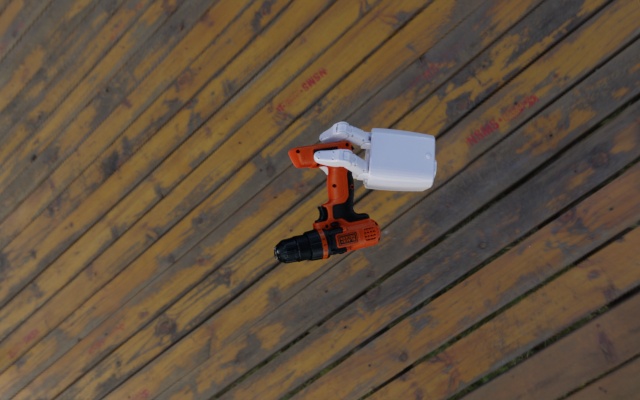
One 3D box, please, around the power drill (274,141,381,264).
[{"bbox_3d":[0.000,0.002,0.790,0.184,0.187,0.057,-11,3,-19],"label":"power drill"}]
